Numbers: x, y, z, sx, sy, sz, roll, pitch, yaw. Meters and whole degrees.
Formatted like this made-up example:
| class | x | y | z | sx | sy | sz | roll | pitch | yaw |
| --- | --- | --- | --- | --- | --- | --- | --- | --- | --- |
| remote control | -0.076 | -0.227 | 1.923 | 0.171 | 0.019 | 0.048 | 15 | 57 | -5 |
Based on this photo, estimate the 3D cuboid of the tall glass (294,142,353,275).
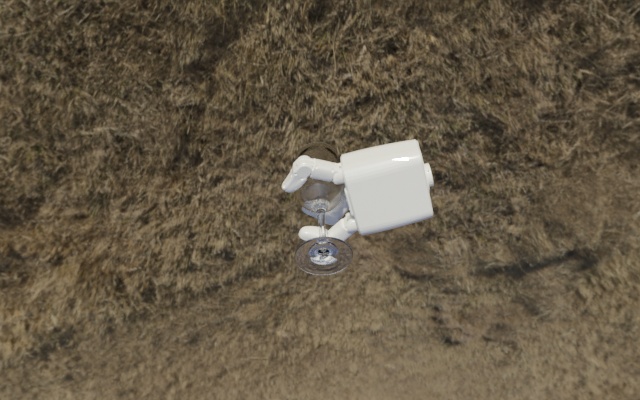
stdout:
| class | x | y | z | sx | sy | sz | roll | pitch | yaw |
| --- | --- | --- | --- | --- | --- | --- | --- | --- | --- |
| tall glass | 0.000 | 0.003 | 0.671 | 0.079 | 0.079 | 0.200 | 0 | 44 | -4 |
